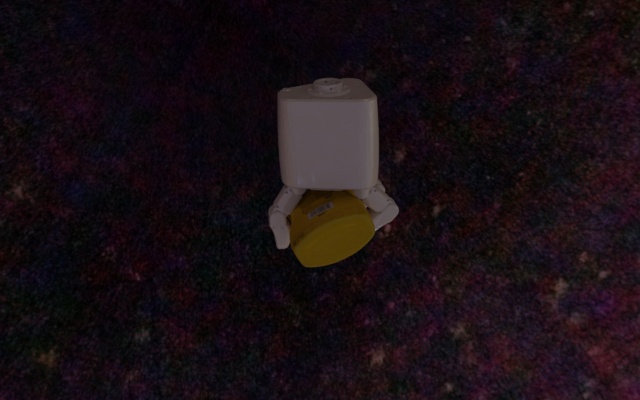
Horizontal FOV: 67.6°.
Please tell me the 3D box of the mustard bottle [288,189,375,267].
[{"bbox_3d":[0.000,0.002,0.615,0.096,0.058,0.191,-28,30,4],"label":"mustard bottle"}]
